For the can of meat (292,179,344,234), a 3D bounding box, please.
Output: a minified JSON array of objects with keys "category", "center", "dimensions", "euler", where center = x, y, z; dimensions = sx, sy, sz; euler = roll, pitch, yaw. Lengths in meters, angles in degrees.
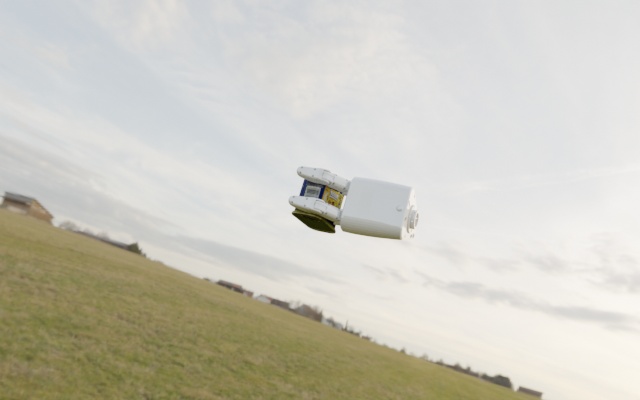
[{"category":"can of meat","center":[0.000,0.003,0.854],"dimensions":[0.057,0.084,0.102],"euler":[9,-17,27]}]
